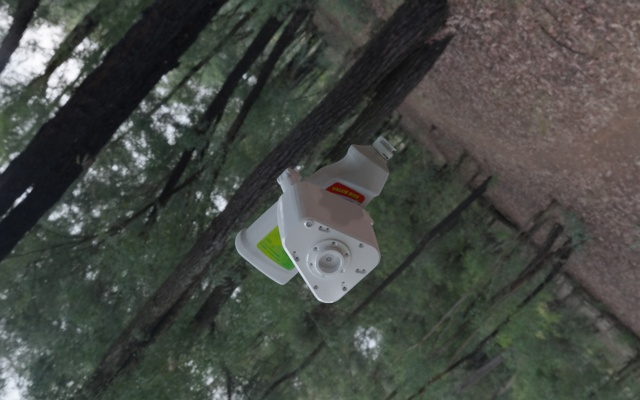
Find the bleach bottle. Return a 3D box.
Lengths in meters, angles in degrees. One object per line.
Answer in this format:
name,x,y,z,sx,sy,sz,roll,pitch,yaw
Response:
bleach bottle,0.000,0.002,0.672,0.102,0.251,0.068,41,13,-19
